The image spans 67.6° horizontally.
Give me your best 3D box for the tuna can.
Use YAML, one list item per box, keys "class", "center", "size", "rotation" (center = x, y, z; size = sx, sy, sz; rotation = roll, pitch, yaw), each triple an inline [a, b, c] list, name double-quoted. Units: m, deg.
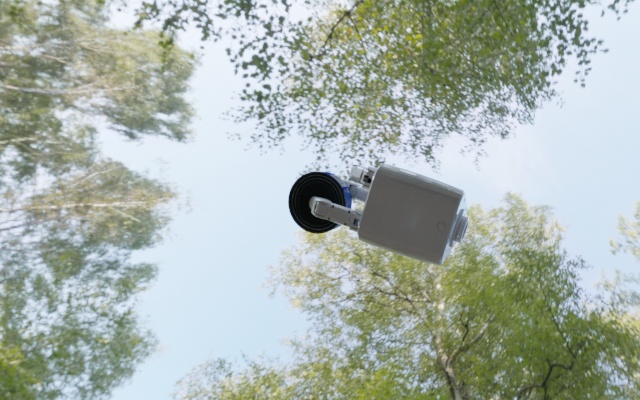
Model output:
- class: "tuna can"
  center: [0.000, 0.002, 0.669]
  size: [0.086, 0.086, 0.034]
  rotation: [0, 3, 22]
